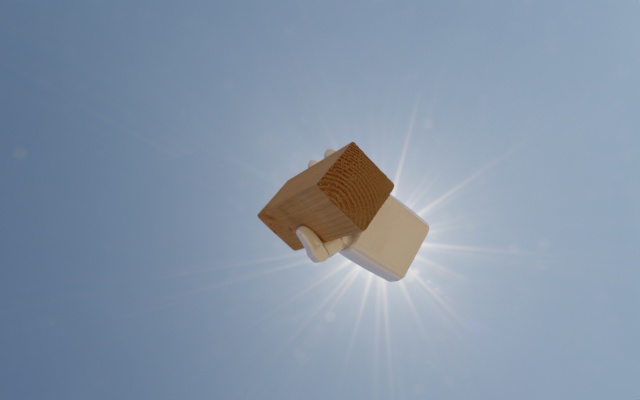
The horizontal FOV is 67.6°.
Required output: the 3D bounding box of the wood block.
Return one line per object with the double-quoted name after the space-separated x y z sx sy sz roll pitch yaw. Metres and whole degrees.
0.000 0.003 0.709 0.090 0.090 0.206 45 -29 -12 "wood block"
